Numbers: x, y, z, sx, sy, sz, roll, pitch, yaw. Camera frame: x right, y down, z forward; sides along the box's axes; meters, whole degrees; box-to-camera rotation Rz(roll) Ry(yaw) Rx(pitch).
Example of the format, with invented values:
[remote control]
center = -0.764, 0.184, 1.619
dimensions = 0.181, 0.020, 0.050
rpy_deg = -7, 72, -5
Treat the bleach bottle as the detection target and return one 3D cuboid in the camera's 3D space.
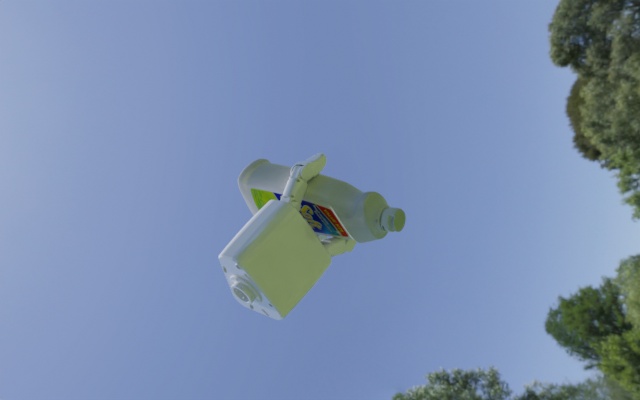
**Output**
[bleach bottle]
center = 0.000, 0.002, 0.662
dimensions = 0.251, 0.103, 0.068
rpy_deg = 10, 44, 40
